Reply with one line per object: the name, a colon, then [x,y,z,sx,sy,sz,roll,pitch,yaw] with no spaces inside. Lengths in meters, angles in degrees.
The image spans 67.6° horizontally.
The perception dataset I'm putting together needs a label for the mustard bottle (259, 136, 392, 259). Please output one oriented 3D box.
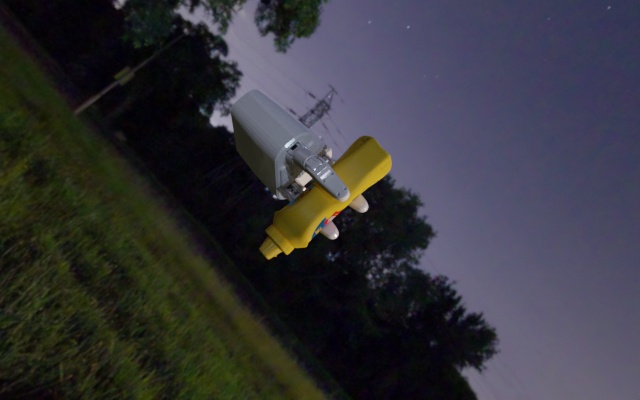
mustard bottle: [0.001,0.002,0.596,0.191,0.058,0.096,-42,0,-7]
